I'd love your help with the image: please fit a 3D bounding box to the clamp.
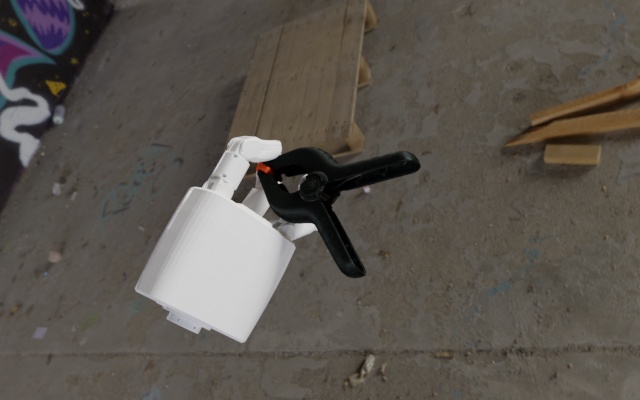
[{"bbox_3d":[0.000,0.001,0.451,0.171,0.120,0.039,10,-24,39],"label":"clamp"}]
